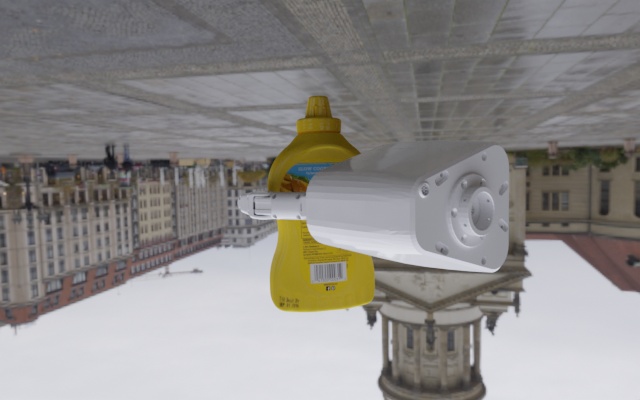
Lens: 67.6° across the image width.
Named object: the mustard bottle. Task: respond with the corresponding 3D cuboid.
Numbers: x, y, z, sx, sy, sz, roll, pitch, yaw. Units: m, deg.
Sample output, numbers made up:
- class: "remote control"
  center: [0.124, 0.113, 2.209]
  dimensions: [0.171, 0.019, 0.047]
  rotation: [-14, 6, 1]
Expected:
- class: "mustard bottle"
  center: [0.000, 0.002, 0.439]
  dimensions: [0.096, 0.191, 0.058]
  rotation: [-2, 4, -13]
